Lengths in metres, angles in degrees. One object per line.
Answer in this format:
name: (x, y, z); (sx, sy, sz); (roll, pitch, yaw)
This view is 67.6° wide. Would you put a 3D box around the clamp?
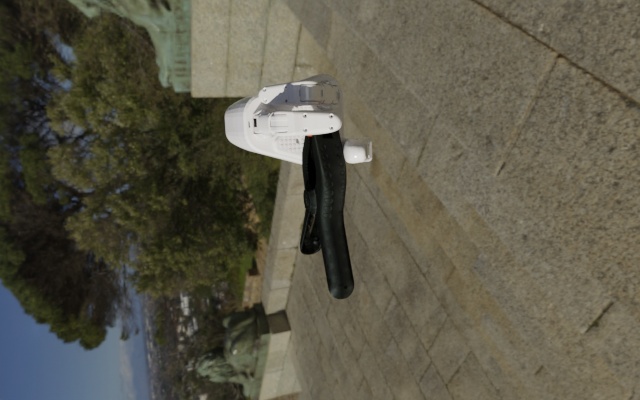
clamp: (0.000, 0.002, 0.483); (0.039, 0.171, 0.120); (-6, 10, -23)
